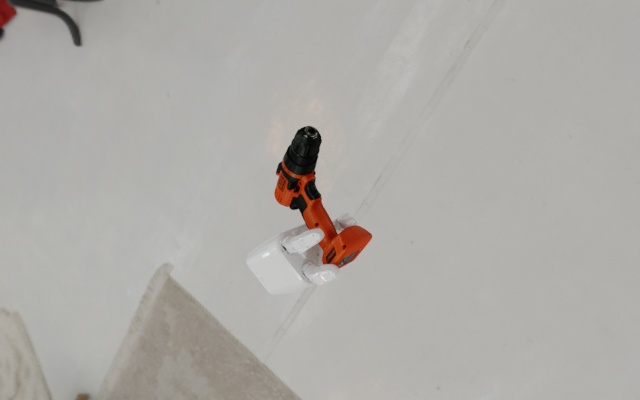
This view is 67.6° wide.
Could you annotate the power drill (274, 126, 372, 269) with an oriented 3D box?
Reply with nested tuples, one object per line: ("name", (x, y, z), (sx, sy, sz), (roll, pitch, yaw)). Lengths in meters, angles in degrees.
("power drill", (0.000, 0.003, 0.721), (0.057, 0.187, 0.184), (-22, -22, -25))
